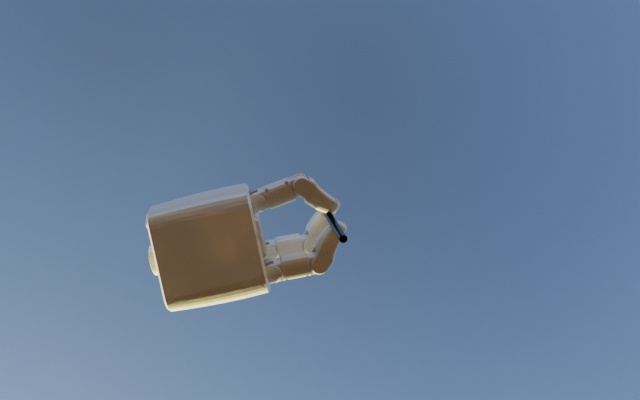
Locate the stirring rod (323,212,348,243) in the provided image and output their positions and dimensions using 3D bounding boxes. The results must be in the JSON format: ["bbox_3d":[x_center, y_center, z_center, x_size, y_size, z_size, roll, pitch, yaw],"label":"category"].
[{"bbox_3d":[0.000,0.002,0.563,0.011,0.011,0.239,0,17,-11],"label":"stirring rod"}]
